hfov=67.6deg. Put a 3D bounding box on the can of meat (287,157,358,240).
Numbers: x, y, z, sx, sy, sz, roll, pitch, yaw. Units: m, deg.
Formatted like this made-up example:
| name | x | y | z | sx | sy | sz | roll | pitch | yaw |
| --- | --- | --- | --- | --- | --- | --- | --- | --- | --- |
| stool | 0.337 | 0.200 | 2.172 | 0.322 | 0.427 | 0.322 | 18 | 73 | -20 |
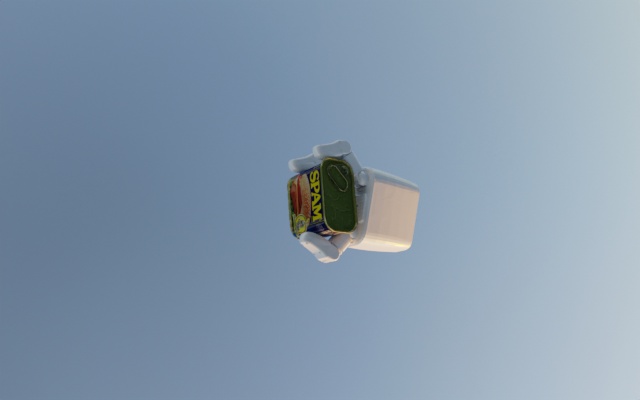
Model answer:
| name | x | y | z | sx | sy | sz | roll | pitch | yaw |
| --- | --- | --- | --- | --- | --- | --- | --- | --- | --- |
| can of meat | 0.000 | 0.002 | 0.658 | 0.057 | 0.102 | 0.084 | 8 | -19 | -38 |
